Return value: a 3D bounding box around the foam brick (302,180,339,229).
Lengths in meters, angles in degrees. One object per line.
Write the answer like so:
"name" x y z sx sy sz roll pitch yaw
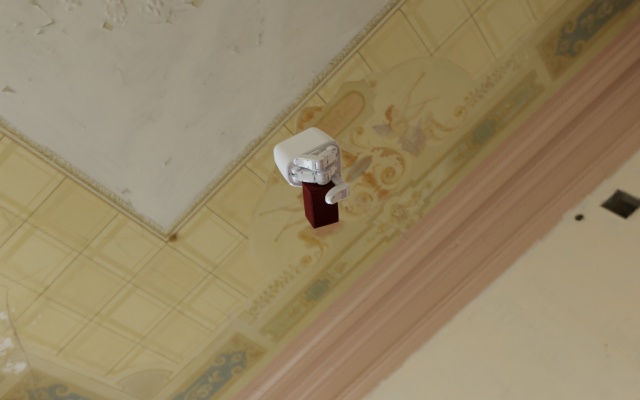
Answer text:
"foam brick" 0.000 0.003 0.896 0.053 0.078 0.051 -13 29 -17
